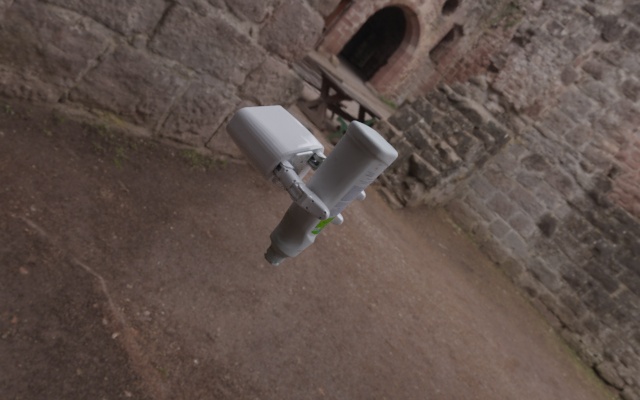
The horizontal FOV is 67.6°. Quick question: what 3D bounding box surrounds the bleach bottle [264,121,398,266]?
[{"bbox_3d":[0.000,0.002,0.699,0.068,0.251,0.102,48,17,18],"label":"bleach bottle"}]
